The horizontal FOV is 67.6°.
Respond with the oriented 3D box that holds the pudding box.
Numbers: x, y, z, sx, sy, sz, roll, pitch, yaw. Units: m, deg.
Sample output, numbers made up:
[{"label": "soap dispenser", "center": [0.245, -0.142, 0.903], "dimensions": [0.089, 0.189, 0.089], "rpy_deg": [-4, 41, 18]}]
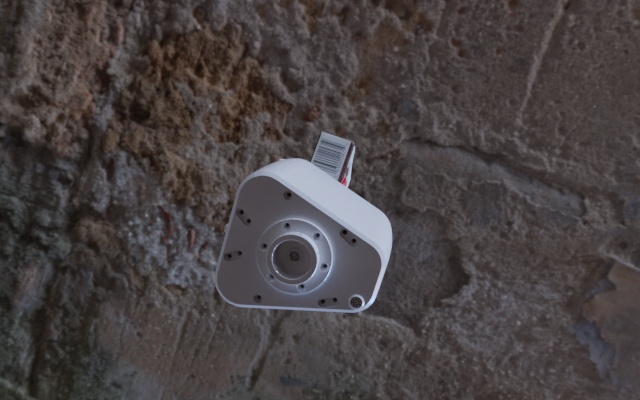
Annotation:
[{"label": "pudding box", "center": [0.000, 0.002, 0.483], "dimensions": [0.039, 0.113, 0.090], "rpy_deg": [19, -18, 7]}]
